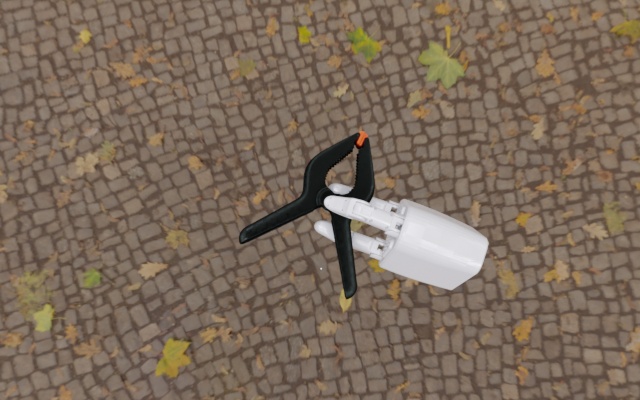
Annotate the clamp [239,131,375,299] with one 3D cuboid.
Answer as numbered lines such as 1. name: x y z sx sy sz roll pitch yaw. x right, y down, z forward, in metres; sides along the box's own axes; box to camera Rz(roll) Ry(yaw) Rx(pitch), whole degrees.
1. clamp: 0.001 0.002 0.619 0.164 0.210 0.036 21 -7 0
